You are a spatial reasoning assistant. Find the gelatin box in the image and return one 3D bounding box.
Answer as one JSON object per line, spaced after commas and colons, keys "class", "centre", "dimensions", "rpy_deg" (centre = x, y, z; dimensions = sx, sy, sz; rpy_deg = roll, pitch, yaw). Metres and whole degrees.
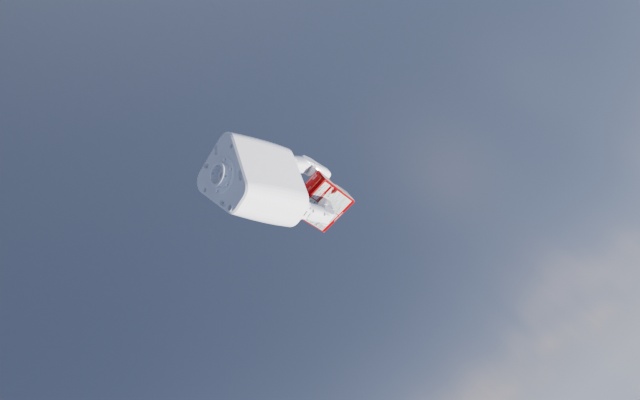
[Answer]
{"class": "gelatin box", "centre": [0.001, 0.003, 0.747], "dimensions": [0.089, 0.073, 0.030], "rpy_deg": [34, 13, -47]}
